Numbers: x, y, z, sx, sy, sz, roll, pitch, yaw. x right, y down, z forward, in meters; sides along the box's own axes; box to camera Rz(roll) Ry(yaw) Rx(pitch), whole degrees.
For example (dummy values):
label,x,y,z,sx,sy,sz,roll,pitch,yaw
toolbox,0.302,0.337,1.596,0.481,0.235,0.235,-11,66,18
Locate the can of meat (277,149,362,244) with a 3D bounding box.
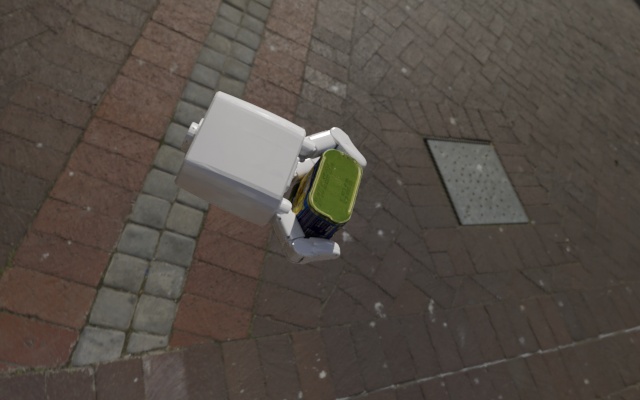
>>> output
label,x,y,z,sx,sy,sz,roll,pitch,yaw
can of meat,0.000,0.002,0.547,0.057,0.102,0.084,27,-39,-12
